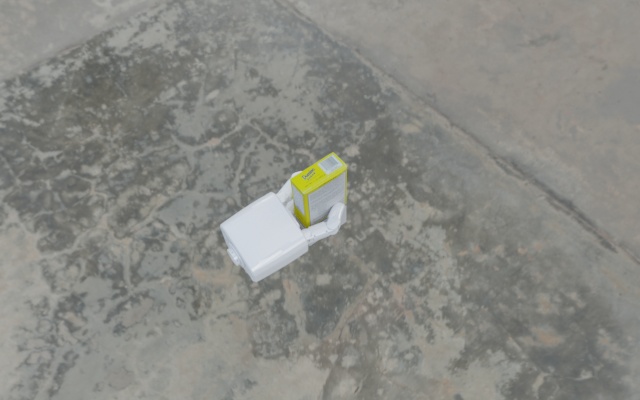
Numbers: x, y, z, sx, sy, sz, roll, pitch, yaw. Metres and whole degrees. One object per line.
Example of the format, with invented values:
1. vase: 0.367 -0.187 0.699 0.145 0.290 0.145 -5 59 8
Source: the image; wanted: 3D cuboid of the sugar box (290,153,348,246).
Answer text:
1. sugar box: 0.000 0.002 0.844 0.093 0.048 0.176 -32 -27 -19
